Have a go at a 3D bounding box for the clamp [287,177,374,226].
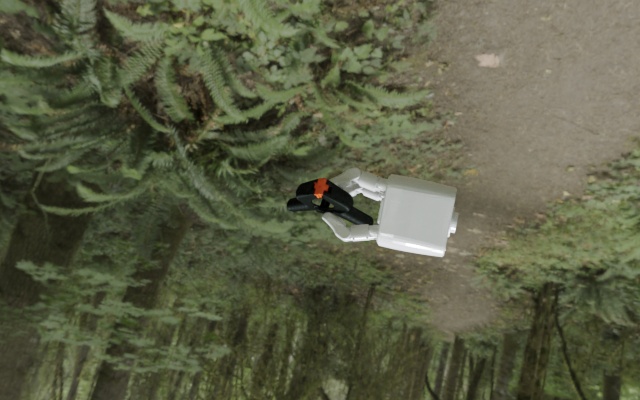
[{"bbox_3d":[0.000,0.003,0.807,0.164,0.036,0.210,10,-13,15],"label":"clamp"}]
